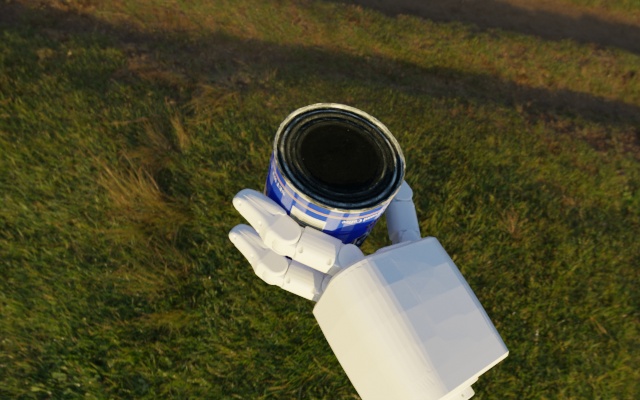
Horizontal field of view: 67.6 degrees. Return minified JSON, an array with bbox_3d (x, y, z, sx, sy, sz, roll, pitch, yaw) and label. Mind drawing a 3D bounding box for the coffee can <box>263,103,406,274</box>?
[{"bbox_3d":[0.000,0.001,0.414,0.103,0.102,0.140,0,-32,-15],"label":"coffee can"}]
